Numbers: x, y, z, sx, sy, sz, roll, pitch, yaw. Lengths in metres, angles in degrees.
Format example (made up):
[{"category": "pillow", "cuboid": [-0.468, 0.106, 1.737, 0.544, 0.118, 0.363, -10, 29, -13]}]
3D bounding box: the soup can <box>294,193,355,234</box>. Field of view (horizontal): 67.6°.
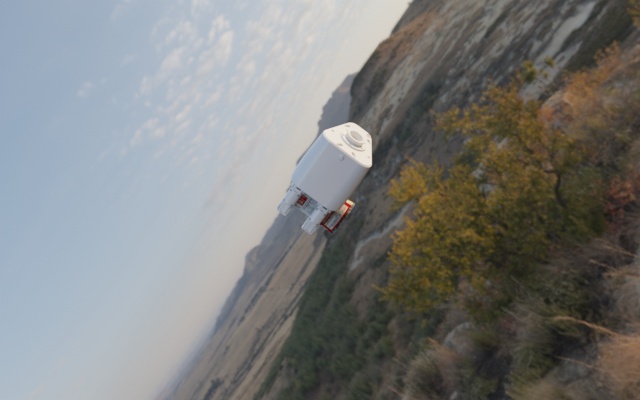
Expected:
[{"category": "soup can", "cuboid": [0.000, 0.003, 0.850, 0.102, 0.068, 0.068, 36, -1, -1]}]
